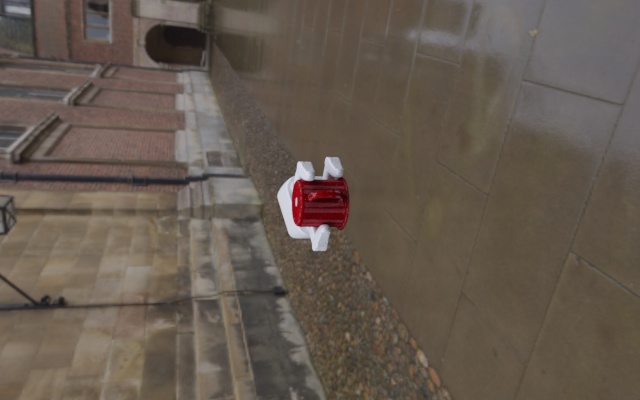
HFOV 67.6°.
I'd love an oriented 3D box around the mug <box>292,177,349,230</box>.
[{"bbox_3d":[0.000,0.002,0.808,0.081,0.093,0.117,1,-10,-15],"label":"mug"}]
